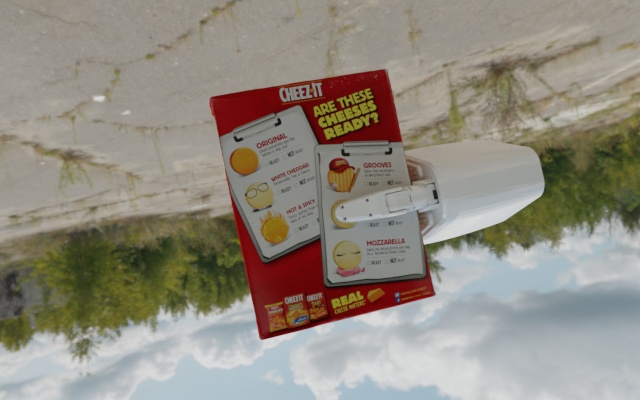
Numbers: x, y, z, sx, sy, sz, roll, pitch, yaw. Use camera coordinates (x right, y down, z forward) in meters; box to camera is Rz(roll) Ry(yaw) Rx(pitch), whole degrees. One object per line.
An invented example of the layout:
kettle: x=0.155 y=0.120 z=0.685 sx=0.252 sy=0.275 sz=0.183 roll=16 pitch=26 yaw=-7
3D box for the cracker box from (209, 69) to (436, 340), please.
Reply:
cracker box: x=0.000 y=0.002 z=0.448 sx=0.164 sy=0.213 sz=0.072 roll=-12 pitch=-2 yaw=-11
